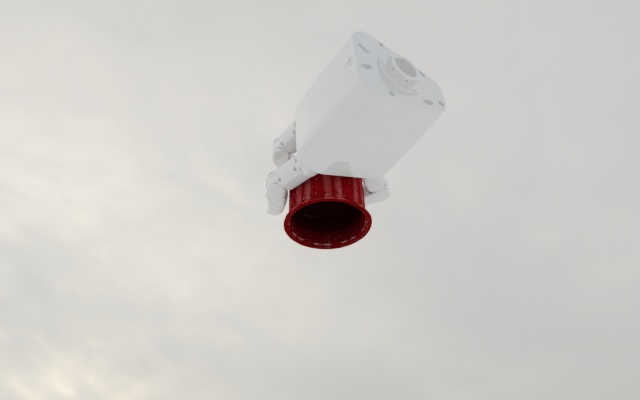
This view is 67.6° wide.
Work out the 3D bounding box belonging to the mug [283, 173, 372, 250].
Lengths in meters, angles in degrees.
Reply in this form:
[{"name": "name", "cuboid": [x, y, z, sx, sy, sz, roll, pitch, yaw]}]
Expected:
[{"name": "mug", "cuboid": [-0.001, 0.002, 0.534, 0.093, 0.081, 0.117, 20, -43, -25]}]
